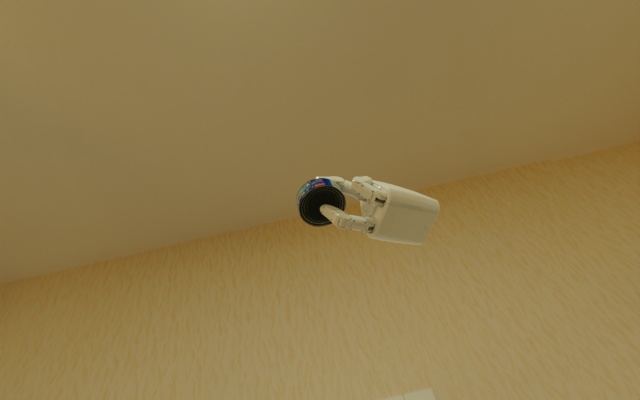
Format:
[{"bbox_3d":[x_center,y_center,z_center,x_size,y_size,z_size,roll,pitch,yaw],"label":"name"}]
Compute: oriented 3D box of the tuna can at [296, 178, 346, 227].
[{"bbox_3d":[0.000,0.002,0.857,0.086,0.086,0.033,0,32,-16],"label":"tuna can"}]
